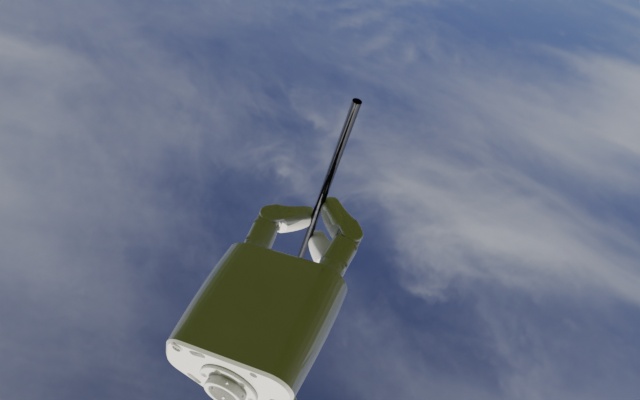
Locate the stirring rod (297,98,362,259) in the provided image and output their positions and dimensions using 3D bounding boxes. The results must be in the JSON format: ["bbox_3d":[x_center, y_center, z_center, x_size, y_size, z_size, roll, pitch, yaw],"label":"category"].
[{"bbox_3d":[0.000,0.001,0.460,0.011,0.011,0.240,0,-41,-18],"label":"stirring rod"}]
